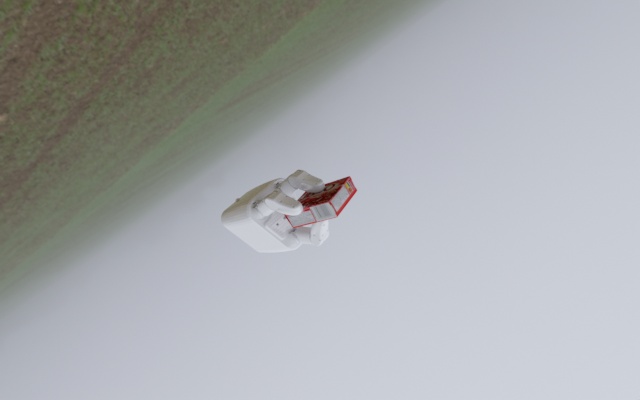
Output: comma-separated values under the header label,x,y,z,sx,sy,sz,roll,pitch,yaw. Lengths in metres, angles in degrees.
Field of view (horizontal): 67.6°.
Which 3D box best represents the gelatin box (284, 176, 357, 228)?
label,x,y,z,sx,sy,sz,roll,pitch,yaw
gelatin box,0.001,0.003,0.703,0.089,0.030,0.073,-16,22,38
